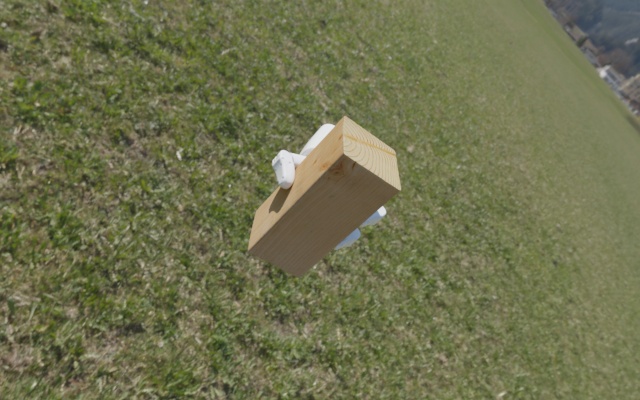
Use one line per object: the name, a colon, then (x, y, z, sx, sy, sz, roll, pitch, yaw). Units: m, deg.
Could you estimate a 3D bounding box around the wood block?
wood block: (0.000, 0.002, 0.638, 0.091, 0.090, 0.206, 31, -56, -21)
